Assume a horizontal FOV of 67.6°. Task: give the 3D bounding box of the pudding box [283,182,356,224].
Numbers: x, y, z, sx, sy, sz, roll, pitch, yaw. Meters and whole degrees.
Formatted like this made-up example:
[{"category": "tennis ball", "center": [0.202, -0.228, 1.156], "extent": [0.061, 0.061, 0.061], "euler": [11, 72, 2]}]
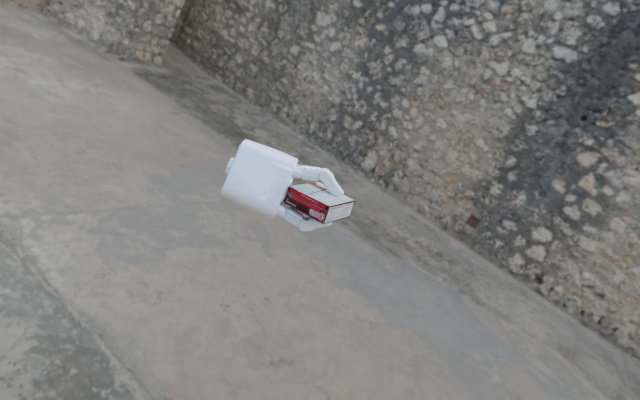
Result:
[{"category": "pudding box", "center": [0.000, 0.003, 0.870], "extent": [0.090, 0.039, 0.113], "euler": [28, 20, 24]}]
